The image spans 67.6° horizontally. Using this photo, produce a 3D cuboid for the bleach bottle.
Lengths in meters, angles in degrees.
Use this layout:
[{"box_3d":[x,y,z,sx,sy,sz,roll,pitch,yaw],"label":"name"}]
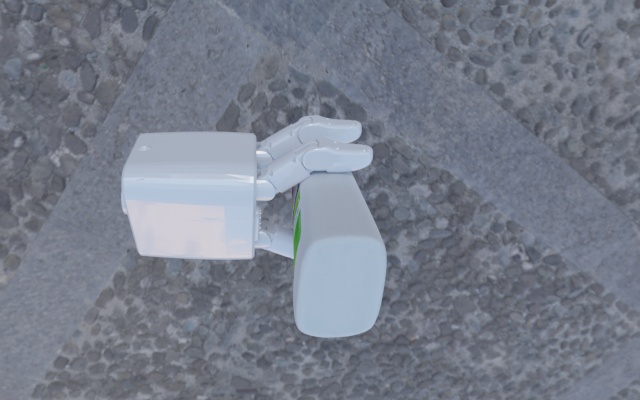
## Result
[{"box_3d":[0.000,0.001,0.455,0.068,0.103,0.250,0,31,-9],"label":"bleach bottle"}]
